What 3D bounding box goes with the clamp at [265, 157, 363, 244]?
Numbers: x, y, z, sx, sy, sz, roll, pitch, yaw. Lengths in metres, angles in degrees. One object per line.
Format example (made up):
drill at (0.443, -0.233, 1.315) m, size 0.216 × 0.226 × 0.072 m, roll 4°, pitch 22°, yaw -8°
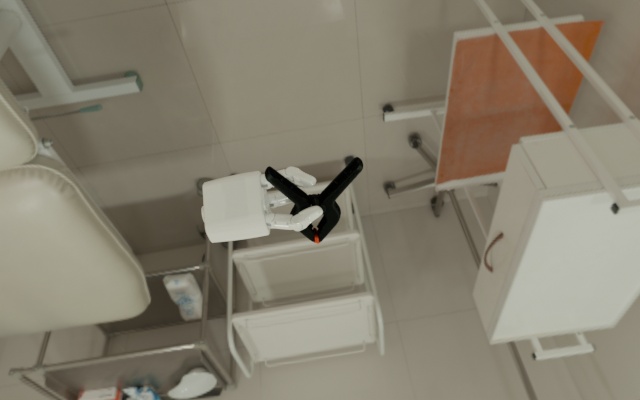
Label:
clamp at (0.000, 0.004, 0.858) m, size 0.164 × 0.036 × 0.210 m, roll -10°, pitch -41°, yaw 1°
